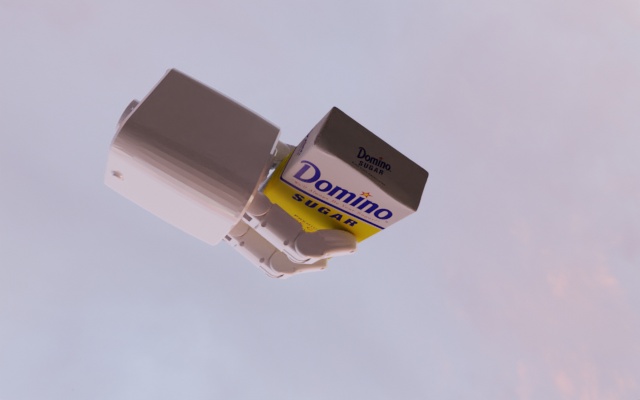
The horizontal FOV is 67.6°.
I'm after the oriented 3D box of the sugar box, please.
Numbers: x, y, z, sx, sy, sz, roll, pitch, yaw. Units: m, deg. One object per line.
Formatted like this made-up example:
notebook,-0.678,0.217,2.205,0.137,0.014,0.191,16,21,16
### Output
sugar box,0.000,0.002,0.412,0.093,0.048,0.176,33,-31,-12
